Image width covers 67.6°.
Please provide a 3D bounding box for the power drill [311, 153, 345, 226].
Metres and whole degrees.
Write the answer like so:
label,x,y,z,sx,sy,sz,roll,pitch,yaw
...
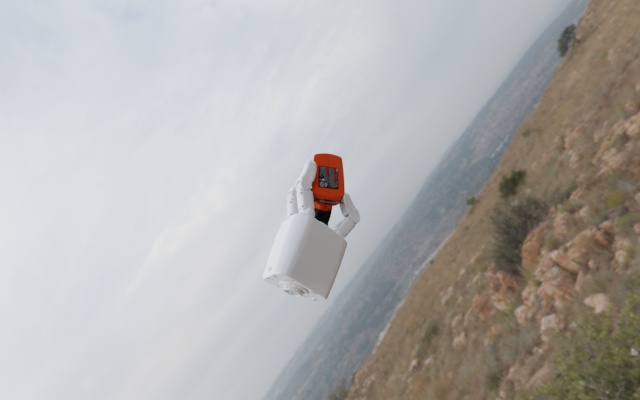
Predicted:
label,x,y,z,sx,sy,sz,roll,pitch,yaw
power drill,0.000,0.003,0.894,0.057,0.184,0.188,4,-41,-7
